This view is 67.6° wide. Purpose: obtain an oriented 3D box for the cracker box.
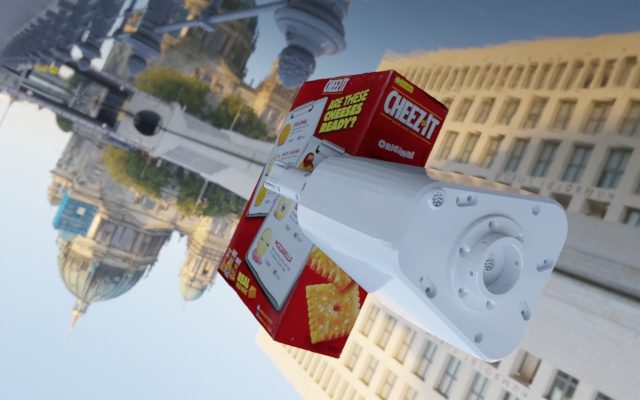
[{"bbox_3d":[0.000,0.001,0.423,0.072,0.213,0.164,26,-2,-28],"label":"cracker box"}]
